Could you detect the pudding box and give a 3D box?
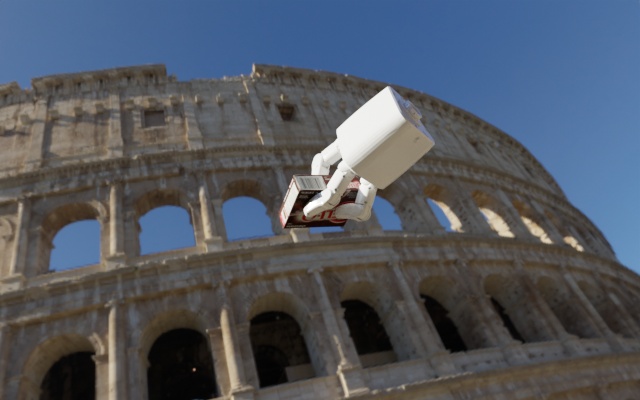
[{"bbox_3d":[0.000,0.002,0.753,0.113,0.039,0.090,1,-43,-25],"label":"pudding box"}]
